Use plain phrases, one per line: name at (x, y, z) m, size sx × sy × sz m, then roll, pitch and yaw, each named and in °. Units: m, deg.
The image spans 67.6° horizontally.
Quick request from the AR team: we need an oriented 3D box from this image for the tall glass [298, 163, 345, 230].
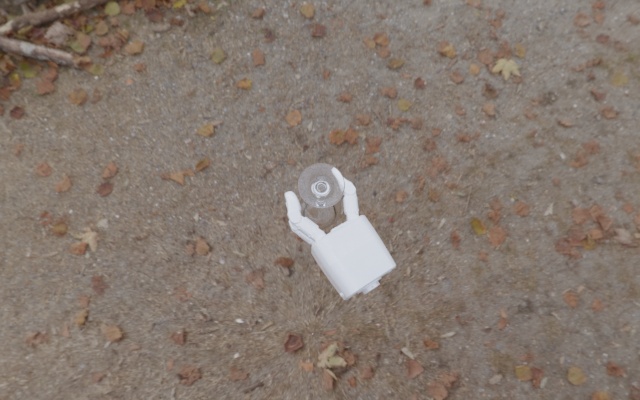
tall glass at (0.000, 0.002, 0.848) m, size 0.079 × 0.079 × 0.201 m, roll 0°, pitch -15°, yaw -1°
